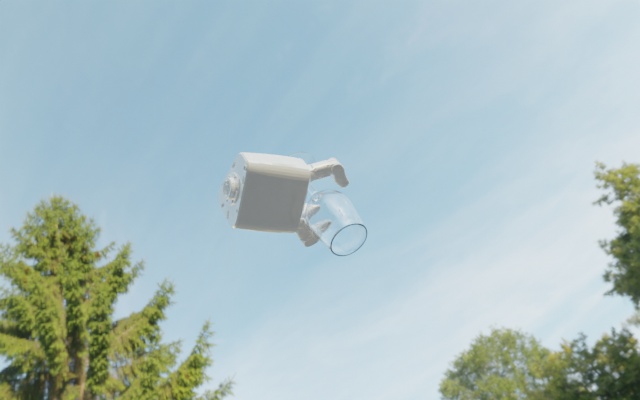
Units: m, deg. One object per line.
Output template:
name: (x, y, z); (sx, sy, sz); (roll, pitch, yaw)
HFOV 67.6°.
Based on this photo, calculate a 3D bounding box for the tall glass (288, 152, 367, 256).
tall glass: (0.000, 0.002, 0.771); (0.079, 0.079, 0.201); (0, 34, -31)
